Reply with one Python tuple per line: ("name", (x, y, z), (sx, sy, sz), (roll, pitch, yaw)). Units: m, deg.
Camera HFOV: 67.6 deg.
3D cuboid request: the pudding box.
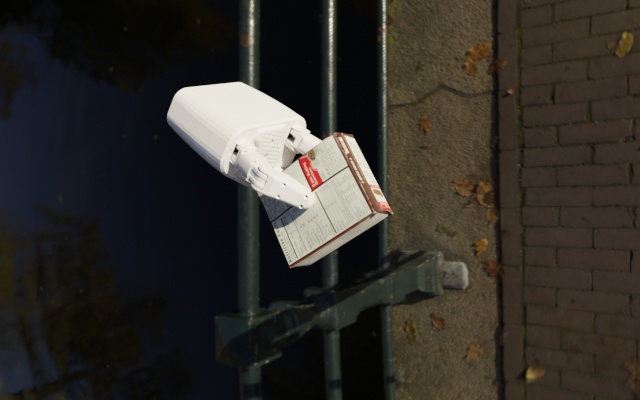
("pudding box", (0.000, 0.001, 0.463), (0.113, 0.090, 0.039), (-35, -19, 30))
